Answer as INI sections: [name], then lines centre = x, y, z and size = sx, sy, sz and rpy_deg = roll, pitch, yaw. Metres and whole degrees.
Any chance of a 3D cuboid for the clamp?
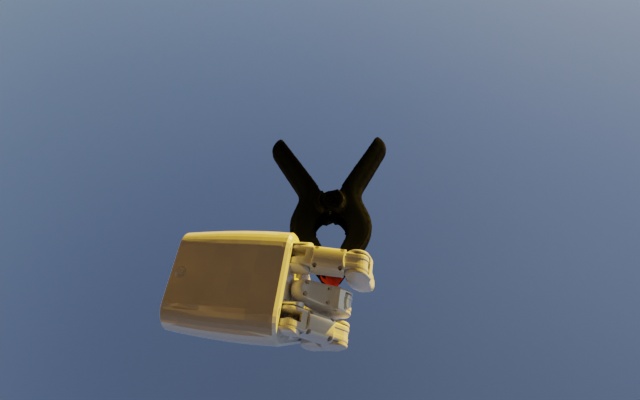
[clamp]
centre = 0.000, 0.002, 0.479
size = 0.120, 0.171, 0.039
rpy_deg = 3, -34, 11
